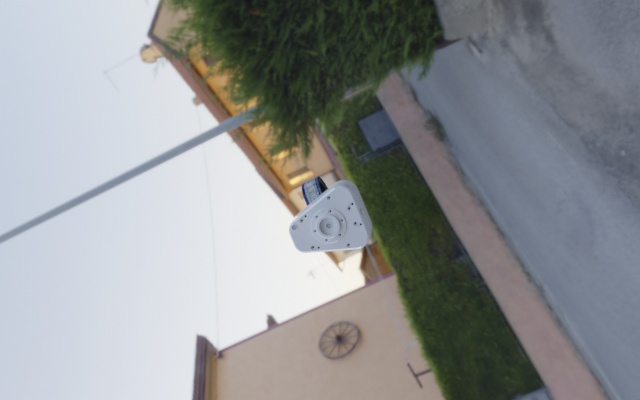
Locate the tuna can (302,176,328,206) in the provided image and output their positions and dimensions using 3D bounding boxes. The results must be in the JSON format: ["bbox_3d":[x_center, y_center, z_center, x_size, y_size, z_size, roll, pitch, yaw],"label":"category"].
[{"bbox_3d":[0.000,0.003,0.841,0.034,0.086,0.086,-25,-5,11],"label":"tuna can"}]
